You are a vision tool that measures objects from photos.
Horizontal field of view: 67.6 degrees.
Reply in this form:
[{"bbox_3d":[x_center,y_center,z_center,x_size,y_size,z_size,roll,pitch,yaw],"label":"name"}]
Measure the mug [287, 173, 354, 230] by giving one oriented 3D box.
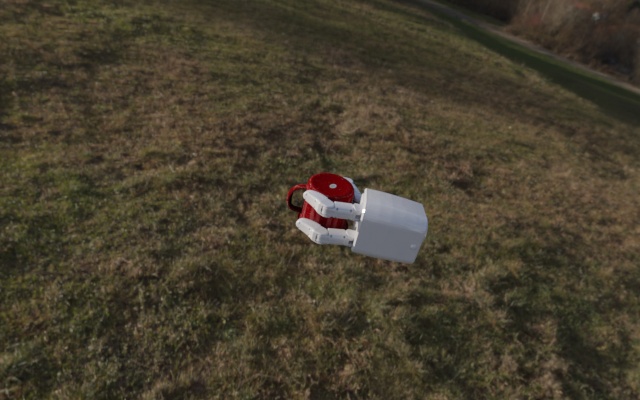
[{"bbox_3d":[-0.001,0.002,0.830,0.117,0.081,0.093,13,33,0],"label":"mug"}]
